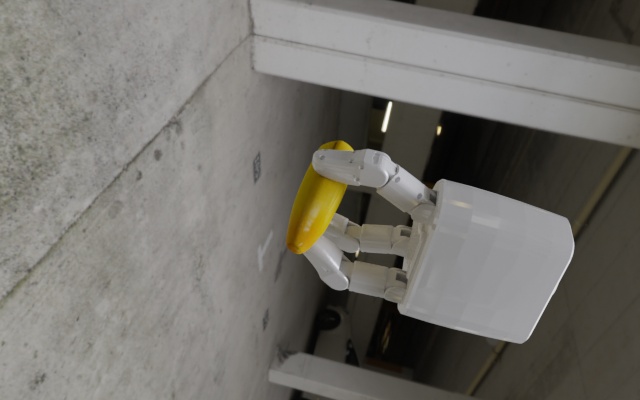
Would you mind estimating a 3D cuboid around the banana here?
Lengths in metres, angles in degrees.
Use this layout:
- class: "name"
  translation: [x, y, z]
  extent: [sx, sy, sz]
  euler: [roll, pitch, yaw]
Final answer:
- class: "banana"
  translation: [0.006, -0.016, 0.429]
  extent: [0.037, 0.070, 0.197]
  euler: [18, 17, 1]
